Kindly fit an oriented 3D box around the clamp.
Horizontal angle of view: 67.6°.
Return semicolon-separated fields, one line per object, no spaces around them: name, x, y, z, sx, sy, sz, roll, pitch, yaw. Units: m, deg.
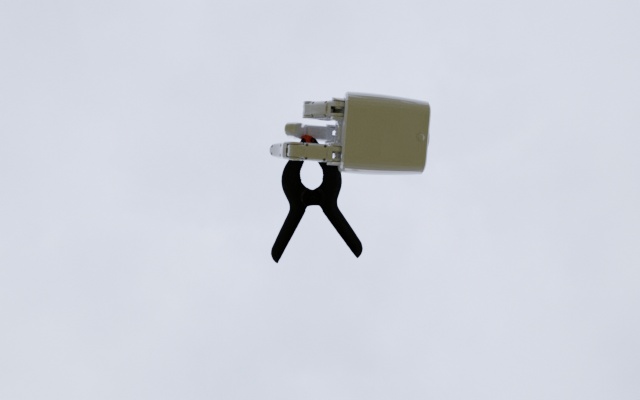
clamp;0.000;0.002;0.626;0.120;0.171;0.039;4;7;-5
